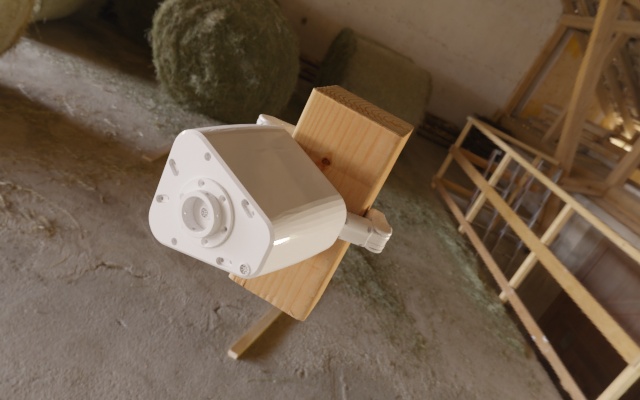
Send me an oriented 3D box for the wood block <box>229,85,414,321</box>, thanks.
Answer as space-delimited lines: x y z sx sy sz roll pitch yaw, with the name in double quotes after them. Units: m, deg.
0.000 0.002 0.475 0.091 0.206 0.090 30 21 7 "wood block"
